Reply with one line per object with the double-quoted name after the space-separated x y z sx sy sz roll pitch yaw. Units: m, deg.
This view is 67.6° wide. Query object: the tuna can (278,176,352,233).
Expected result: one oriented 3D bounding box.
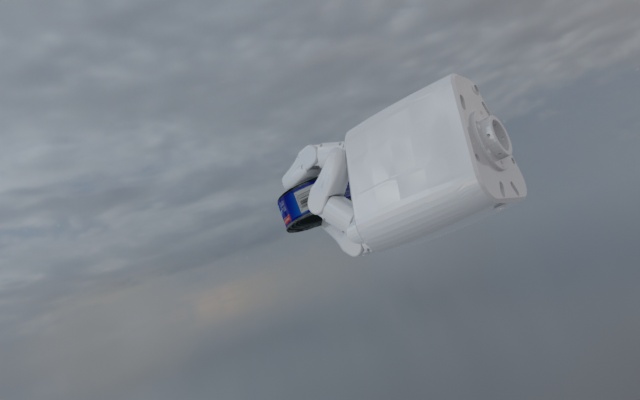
0.000 0.001 0.490 0.086 0.033 0.086 -21 -12 -4 "tuna can"
